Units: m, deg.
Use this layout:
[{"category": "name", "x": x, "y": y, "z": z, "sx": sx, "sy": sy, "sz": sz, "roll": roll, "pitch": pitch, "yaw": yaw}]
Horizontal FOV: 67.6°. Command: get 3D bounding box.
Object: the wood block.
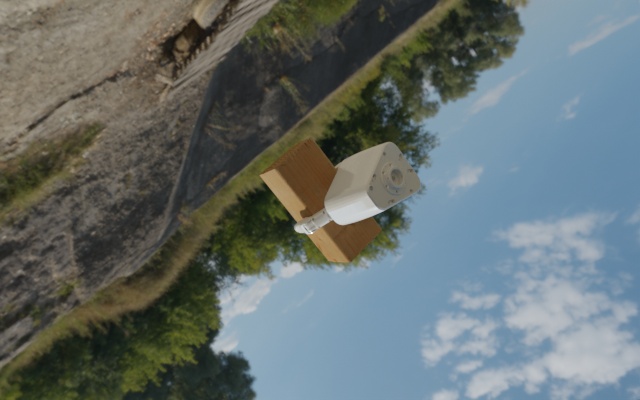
[{"category": "wood block", "x": 0.000, "y": 0.003, "z": 0.842, "sx": 0.091, "sy": 0.206, "sz": 0.090, "roll": -43, "pitch": 13, "yaw": -21}]
